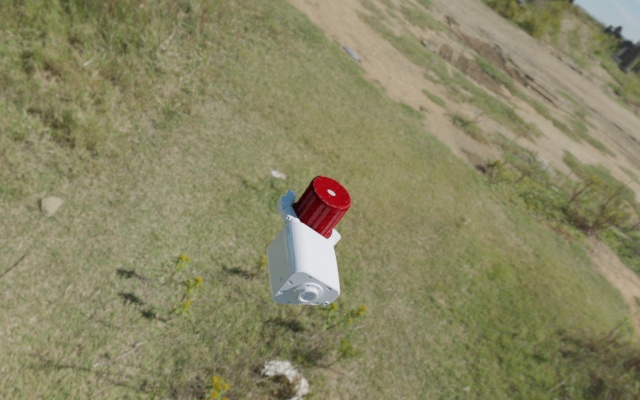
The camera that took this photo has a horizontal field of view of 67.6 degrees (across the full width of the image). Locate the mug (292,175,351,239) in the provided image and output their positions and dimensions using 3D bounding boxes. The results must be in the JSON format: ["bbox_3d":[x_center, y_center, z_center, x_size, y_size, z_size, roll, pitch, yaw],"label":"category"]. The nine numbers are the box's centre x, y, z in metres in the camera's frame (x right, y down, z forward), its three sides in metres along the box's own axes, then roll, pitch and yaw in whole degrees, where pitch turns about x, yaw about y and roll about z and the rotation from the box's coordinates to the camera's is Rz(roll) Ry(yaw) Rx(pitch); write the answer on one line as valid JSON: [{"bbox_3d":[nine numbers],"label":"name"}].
[{"bbox_3d":[0.000,0.002,0.868,0.093,0.117,0.081,17,-51,-26],"label":"mug"}]
